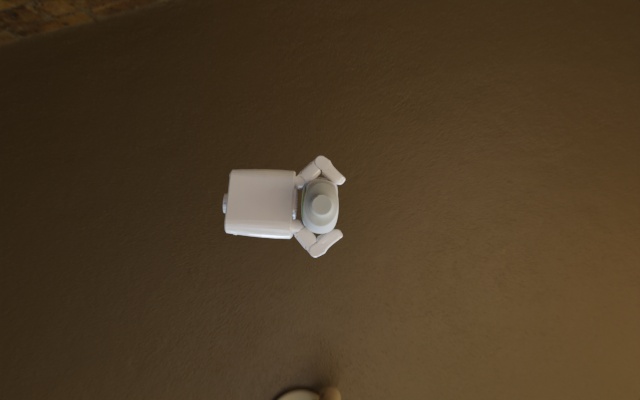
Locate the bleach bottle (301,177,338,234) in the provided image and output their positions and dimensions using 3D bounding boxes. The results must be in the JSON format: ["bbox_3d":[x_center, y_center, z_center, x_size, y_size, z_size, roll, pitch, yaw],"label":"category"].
[{"bbox_3d":[0.000,0.003,0.794,0.068,0.102,0.251,3,-2,-1],"label":"bleach bottle"}]
